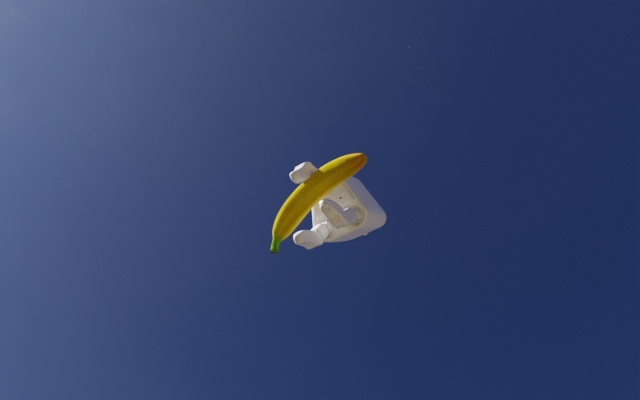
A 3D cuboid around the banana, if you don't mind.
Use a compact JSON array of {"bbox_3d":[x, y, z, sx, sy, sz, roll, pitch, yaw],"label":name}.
[{"bbox_3d":[-0.009,-0.005,0.717,0.037,0.198,0.069,34,14,-40],"label":"banana"}]
